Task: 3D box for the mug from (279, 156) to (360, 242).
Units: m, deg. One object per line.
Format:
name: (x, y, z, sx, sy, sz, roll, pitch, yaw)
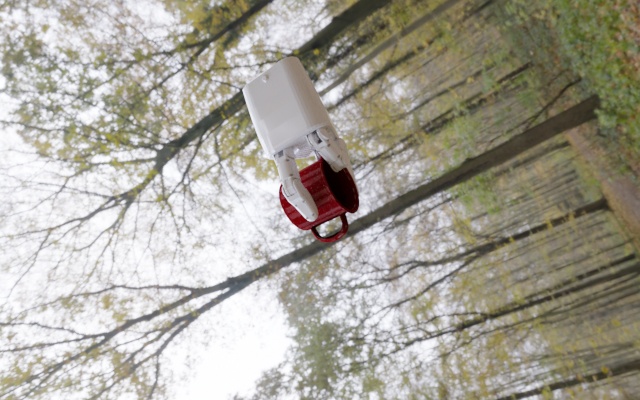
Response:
mug: (0.000, 0.004, 0.667, 0.081, 0.117, 0.093, -27, -14, 26)
